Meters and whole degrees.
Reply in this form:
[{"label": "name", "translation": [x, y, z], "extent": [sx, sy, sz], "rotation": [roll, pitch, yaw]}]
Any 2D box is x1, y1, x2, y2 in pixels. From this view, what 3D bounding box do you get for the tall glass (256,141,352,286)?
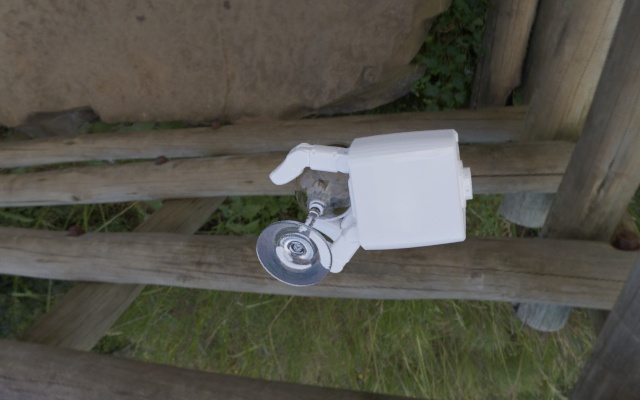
[{"label": "tall glass", "translation": [0.000, 0.002, 0.527], "extent": [0.079, 0.079, 0.201], "rotation": [0, 30, 16]}]
